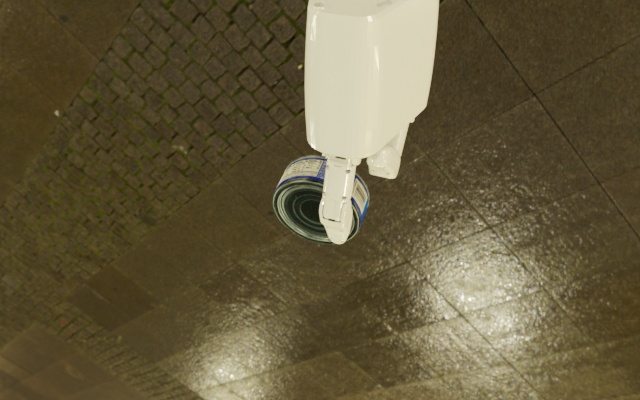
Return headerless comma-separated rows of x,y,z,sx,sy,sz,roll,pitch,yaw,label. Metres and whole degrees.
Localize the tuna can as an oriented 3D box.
0.000,0.002,0.442,0.086,0.086,0.033,0,44,25,tuna can
